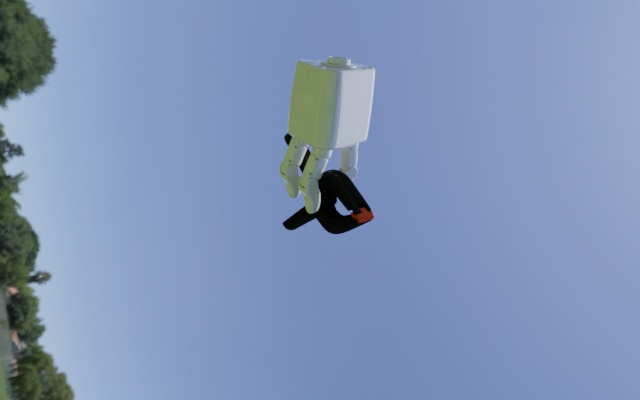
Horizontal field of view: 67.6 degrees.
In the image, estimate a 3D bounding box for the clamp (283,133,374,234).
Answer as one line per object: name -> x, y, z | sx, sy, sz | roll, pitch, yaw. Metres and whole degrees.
clamp -> 0.001, 0.002, 0.721 | 0.036, 0.165, 0.210 | -11, 29, -34
